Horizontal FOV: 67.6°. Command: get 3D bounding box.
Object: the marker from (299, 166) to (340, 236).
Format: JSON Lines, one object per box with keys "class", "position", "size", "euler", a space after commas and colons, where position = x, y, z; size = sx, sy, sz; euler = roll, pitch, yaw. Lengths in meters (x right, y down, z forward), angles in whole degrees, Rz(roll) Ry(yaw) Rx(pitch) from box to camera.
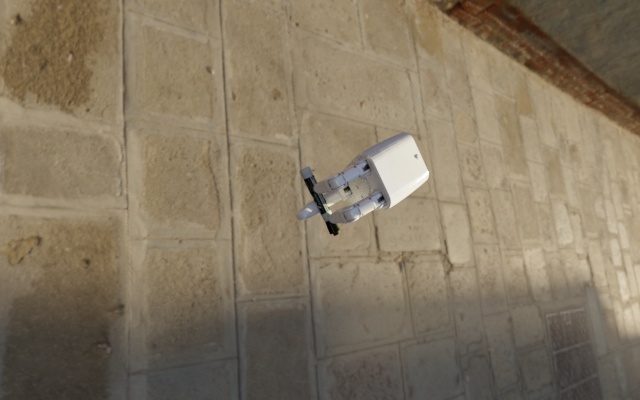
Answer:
{"class": "marker", "position": [0.000, 0.003, 0.776], "size": [0.020, 0.121, 0.020], "euler": [-26, 8, 4]}
